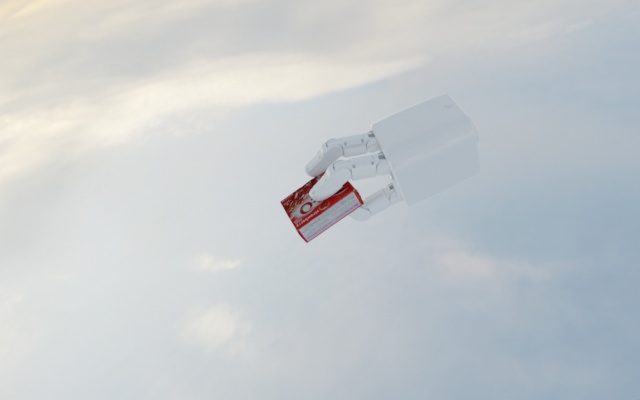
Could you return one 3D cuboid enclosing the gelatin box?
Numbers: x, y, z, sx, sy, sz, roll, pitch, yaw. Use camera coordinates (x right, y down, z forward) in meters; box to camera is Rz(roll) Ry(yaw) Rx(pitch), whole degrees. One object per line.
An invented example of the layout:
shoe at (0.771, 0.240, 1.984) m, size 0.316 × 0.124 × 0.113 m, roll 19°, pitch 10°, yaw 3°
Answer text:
gelatin box at (0.000, 0.002, 0.606) m, size 0.089 × 0.030 × 0.073 m, roll -35°, pitch 36°, yaw 0°
